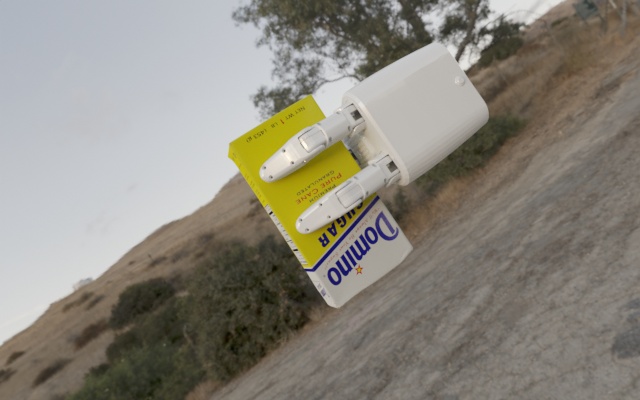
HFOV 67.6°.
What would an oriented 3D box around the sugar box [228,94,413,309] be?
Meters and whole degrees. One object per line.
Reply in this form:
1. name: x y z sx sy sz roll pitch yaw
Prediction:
1. sugar box: 0.000 0.001 0.445 0.093 0.176 0.048 -35 -2 -14
